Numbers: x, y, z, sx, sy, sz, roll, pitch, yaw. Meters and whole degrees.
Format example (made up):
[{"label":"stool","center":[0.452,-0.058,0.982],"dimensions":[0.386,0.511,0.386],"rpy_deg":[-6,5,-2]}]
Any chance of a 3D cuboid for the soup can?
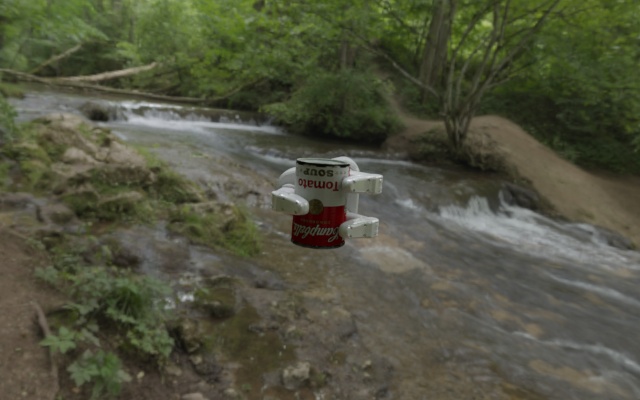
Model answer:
[{"label":"soup can","center":[0.000,0.002,0.586],"dimensions":[0.068,0.102,0.068],"rpy_deg":[4,10,-1]}]
